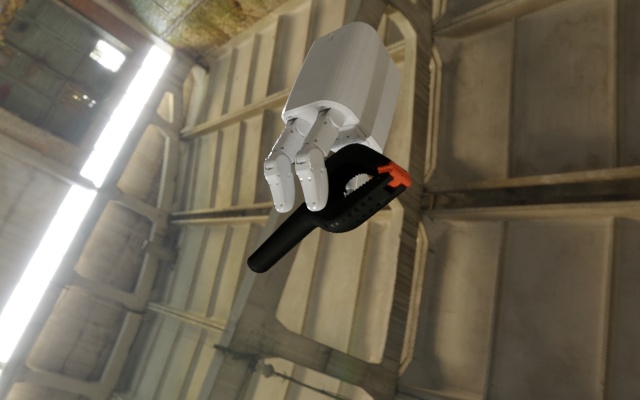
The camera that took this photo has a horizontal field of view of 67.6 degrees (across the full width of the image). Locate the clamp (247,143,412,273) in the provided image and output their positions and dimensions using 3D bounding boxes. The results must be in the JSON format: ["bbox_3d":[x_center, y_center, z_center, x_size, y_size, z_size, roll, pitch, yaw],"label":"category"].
[{"bbox_3d":[0.001,0.002,0.496,0.036,0.164,0.210,29,-20,-34],"label":"clamp"}]
